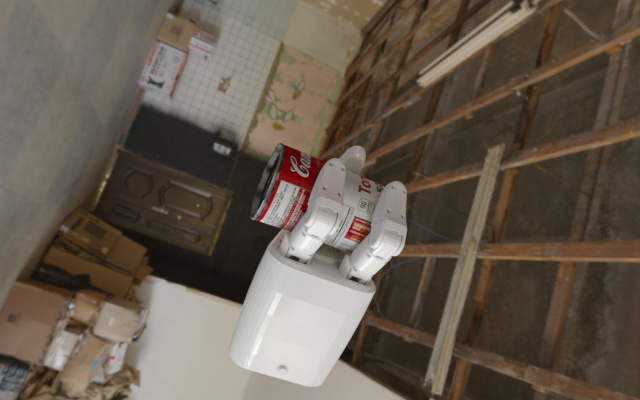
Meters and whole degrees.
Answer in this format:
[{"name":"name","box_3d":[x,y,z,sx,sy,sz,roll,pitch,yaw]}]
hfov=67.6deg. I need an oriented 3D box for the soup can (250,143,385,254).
[{"name":"soup can","box_3d":[0.001,0.001,0.408,0.102,0.068,0.068,21,-6,-14]}]
